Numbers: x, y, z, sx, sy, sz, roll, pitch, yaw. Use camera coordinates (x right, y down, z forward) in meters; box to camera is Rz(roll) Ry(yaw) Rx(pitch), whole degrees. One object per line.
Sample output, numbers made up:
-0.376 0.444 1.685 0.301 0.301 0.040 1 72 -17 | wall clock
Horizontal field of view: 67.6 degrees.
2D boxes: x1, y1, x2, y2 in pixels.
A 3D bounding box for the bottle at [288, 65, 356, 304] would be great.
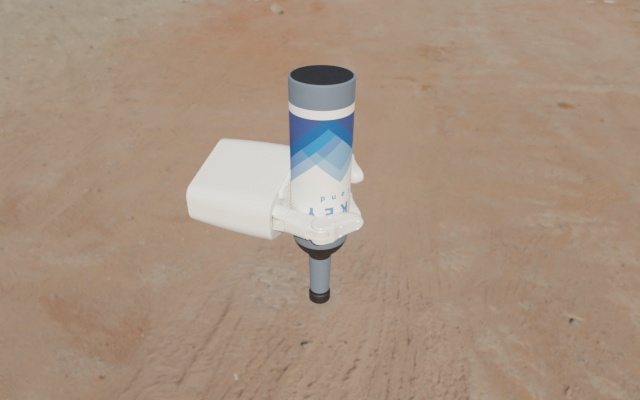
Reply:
0.000 0.002 0.543 0.069 0.296 0.069 0 33 0 | bottle
